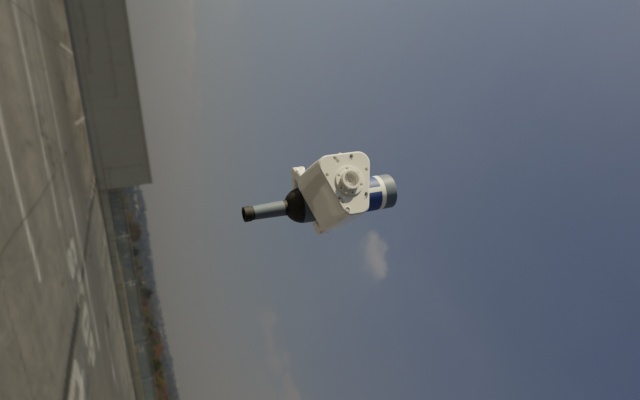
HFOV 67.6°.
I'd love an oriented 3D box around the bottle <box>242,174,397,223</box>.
[{"bbox_3d":[0.000,0.003,0.890,0.295,0.069,0.069,-9,3,-22],"label":"bottle"}]
